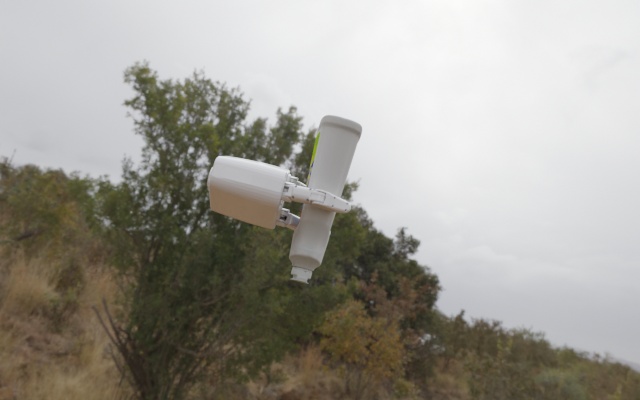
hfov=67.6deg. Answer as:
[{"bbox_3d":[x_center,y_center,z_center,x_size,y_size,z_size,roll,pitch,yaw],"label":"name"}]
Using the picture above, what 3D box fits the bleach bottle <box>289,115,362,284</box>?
[{"bbox_3d":[0.000,0.002,0.739,0.068,0.250,0.102,15,-12,-3],"label":"bleach bottle"}]
